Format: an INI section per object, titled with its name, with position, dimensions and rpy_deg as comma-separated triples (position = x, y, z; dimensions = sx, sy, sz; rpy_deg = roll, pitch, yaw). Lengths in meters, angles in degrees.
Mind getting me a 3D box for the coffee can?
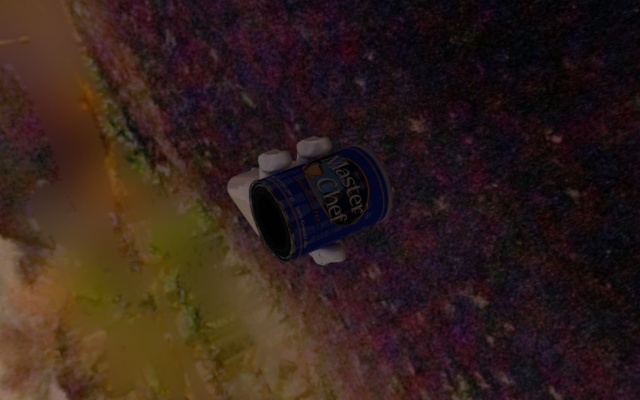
[coffee can]
position = 0.000, 0.002, 0.571
dimensions = 0.140, 0.103, 0.103
rpy_deg = -22, 10, -26
